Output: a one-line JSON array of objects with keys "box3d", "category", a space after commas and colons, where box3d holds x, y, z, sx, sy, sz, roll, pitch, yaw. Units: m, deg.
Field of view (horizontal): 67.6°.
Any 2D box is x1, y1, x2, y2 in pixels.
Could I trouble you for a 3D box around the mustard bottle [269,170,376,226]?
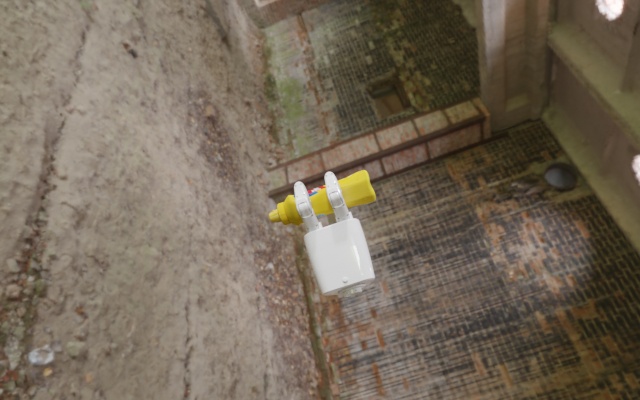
[{"box3d": [0.000, 0.002, 0.851, 0.191, 0.058, 0.096, -19, 6, 7], "category": "mustard bottle"}]
